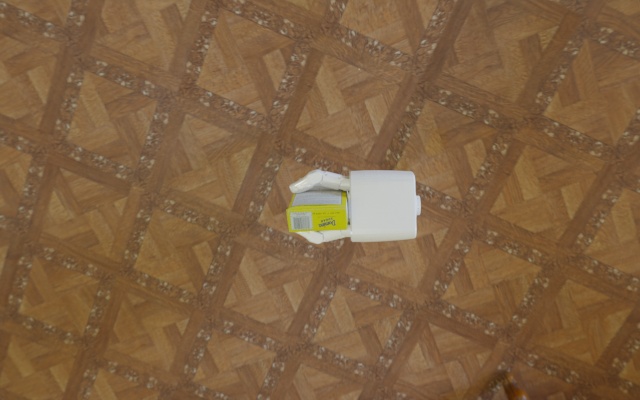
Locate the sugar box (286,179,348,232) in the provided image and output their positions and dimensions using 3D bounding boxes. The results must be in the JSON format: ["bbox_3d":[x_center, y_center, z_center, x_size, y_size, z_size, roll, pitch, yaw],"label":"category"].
[{"bbox_3d":[0.000,0.003,0.810,0.093,0.048,0.176,-2,15,5],"label":"sugar box"}]
